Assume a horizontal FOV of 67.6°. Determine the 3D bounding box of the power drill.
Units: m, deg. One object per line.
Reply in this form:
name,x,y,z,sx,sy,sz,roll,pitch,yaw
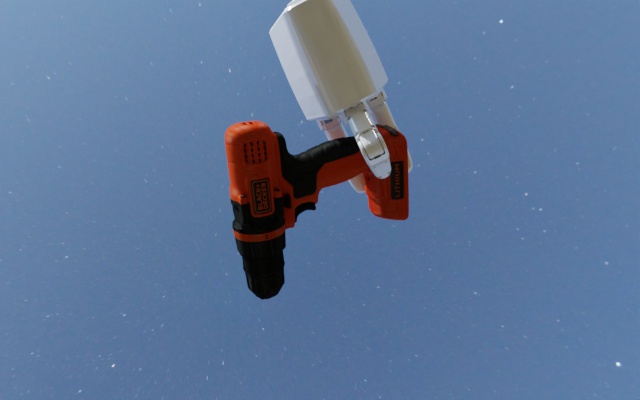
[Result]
power drill,0.000,0.001,0.496,0.187,0.184,0.057,-12,22,-21
